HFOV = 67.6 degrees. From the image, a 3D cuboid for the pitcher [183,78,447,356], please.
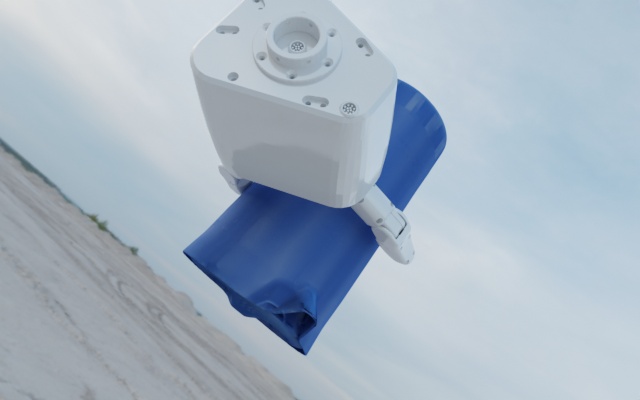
[{"bbox_3d":[0.000,0.001,0.438,0.149,0.242,0.145,35,-19,16],"label":"pitcher"}]
